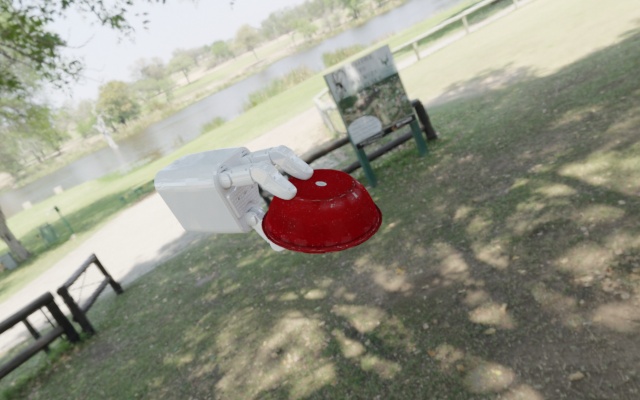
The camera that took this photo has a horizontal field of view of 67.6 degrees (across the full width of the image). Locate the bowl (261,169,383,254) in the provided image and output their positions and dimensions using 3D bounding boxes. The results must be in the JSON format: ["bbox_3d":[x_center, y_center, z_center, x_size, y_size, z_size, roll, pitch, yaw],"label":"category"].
[{"bbox_3d":[0.001,0.002,0.626,0.162,0.055,0.162,-3,29,2],"label":"bowl"}]
